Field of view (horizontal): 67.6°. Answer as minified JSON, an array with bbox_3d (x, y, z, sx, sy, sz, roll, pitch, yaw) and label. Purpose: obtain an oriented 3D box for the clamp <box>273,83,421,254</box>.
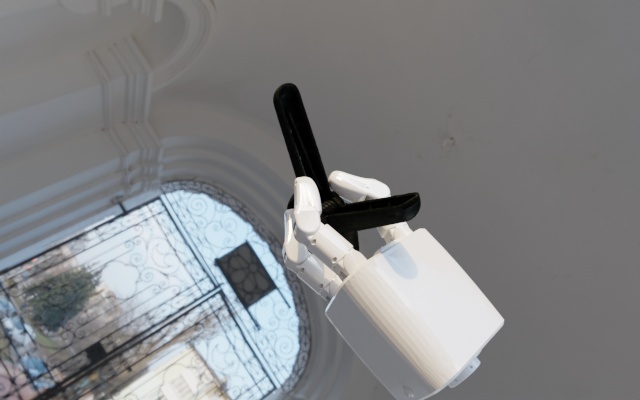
[{"bbox_3d":[0.001,0.002,0.458,0.036,0.164,0.210,-30,-21,-28],"label":"clamp"}]
